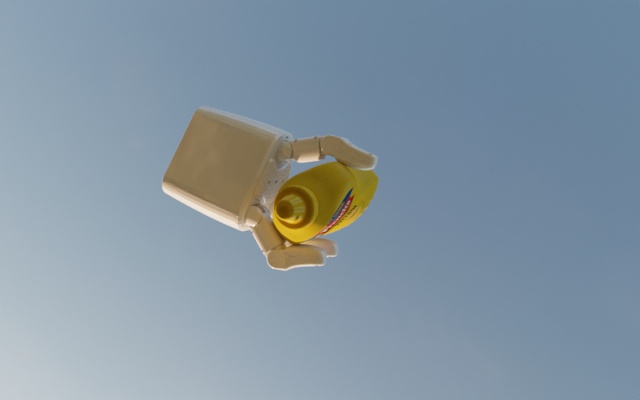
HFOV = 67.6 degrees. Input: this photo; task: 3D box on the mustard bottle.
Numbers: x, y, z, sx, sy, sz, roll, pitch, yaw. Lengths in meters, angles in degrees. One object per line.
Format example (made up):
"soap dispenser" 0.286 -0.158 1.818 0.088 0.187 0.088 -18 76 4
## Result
"mustard bottle" 0.000 0.002 0.501 0.096 0.058 0.191 -46 -12 16
